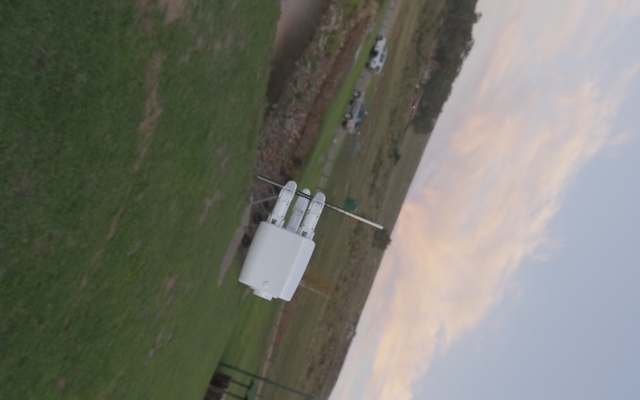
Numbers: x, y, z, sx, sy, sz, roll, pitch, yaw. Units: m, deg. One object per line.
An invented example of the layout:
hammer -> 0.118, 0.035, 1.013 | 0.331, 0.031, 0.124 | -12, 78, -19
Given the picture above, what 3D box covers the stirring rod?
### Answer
stirring rod -> 0.000, 0.003, 0.853 | 0.239, 0.011, 0.011 | 22, 0, 0
